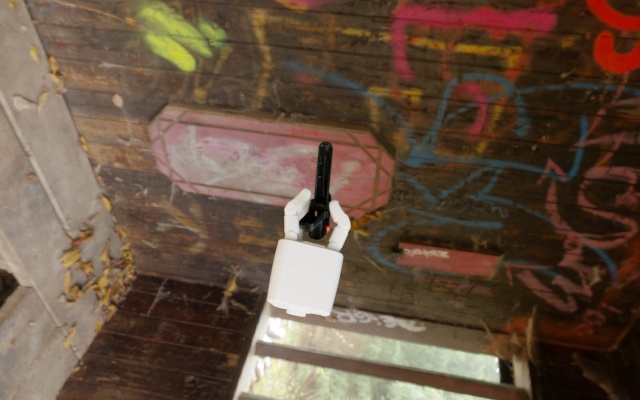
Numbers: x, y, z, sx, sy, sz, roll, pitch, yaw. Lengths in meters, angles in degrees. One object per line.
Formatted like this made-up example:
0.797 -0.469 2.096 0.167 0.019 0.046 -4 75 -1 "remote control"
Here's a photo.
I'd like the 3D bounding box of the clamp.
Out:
0.001 0.003 0.860 0.036 0.164 0.210 11 -18 9 "clamp"
